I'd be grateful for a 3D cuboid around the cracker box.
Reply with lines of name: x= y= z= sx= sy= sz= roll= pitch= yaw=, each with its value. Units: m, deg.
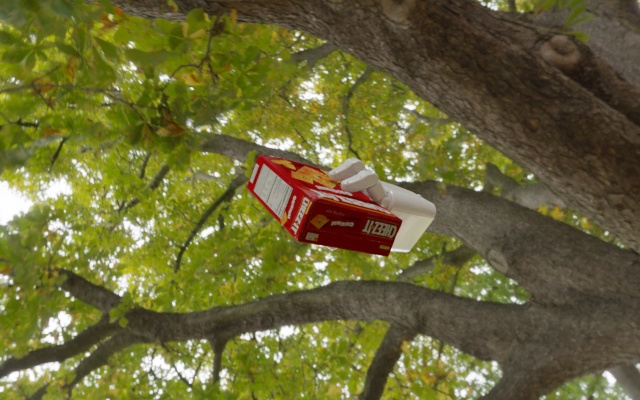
cracker box: x=0.000 y=0.003 z=0.753 sx=0.164 sy=0.072 sz=0.213 roll=13 pitch=15 yaw=-32
